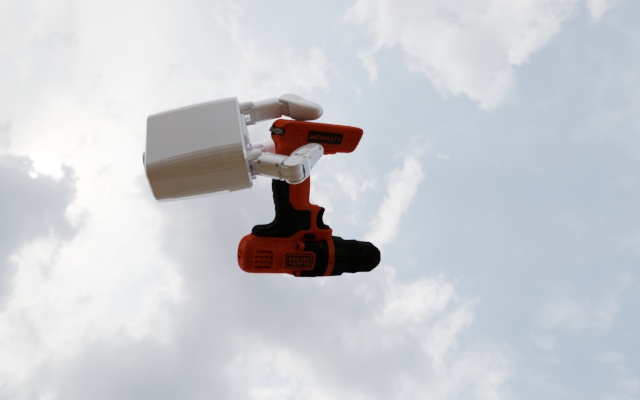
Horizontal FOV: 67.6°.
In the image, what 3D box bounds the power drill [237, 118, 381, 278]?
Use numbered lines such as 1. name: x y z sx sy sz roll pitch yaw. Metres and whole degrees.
1. power drill: 0.000 0.001 0.571 0.184 0.188 0.057 3 10 -23
